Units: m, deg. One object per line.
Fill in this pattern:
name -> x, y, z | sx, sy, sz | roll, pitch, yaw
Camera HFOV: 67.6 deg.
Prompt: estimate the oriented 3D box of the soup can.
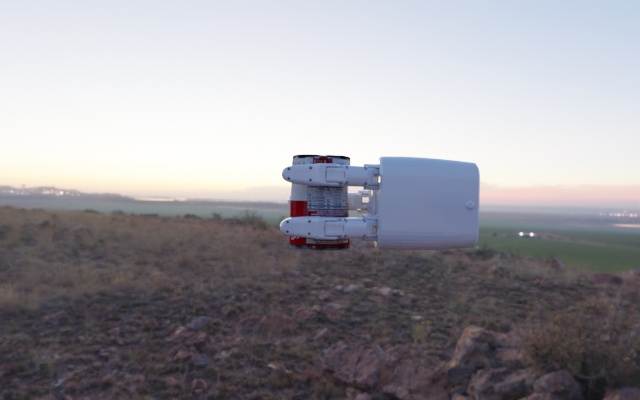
soup can -> 0.000, 0.001, 0.533 | 0.068, 0.102, 0.068 | 2, 1, 0
